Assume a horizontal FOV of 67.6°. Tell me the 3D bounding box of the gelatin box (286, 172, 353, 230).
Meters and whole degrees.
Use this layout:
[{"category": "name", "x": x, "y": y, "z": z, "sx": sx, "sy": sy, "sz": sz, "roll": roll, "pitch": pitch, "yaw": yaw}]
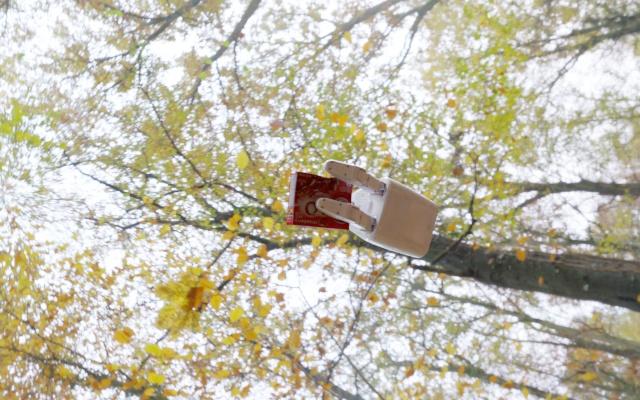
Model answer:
[{"category": "gelatin box", "x": 0.000, "y": 0.002, "z": 0.666, "sx": 0.089, "sy": 0.073, "sz": 0.030, "roll": 8, "pitch": -5, "yaw": -24}]
